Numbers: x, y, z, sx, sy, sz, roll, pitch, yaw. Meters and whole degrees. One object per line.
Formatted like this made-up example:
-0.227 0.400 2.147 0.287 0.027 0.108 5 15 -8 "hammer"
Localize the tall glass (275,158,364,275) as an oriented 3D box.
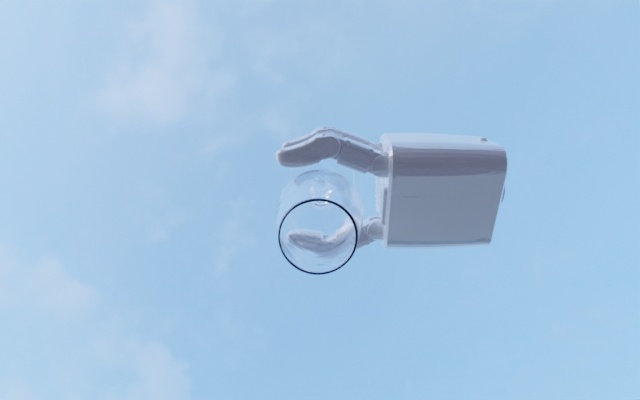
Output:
0.000 0.001 0.458 0.079 0.079 0.201 0 16 2 "tall glass"
